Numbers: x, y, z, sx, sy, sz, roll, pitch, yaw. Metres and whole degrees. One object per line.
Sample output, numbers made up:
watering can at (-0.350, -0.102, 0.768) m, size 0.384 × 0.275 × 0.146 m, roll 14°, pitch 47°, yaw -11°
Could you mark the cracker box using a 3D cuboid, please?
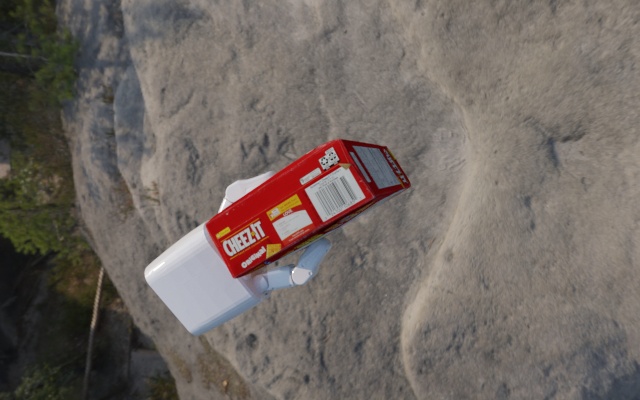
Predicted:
cracker box at (0.000, 0.002, 0.534) m, size 0.164 × 0.072 × 0.213 m, roll -31°, pitch -6°, yaw 19°
